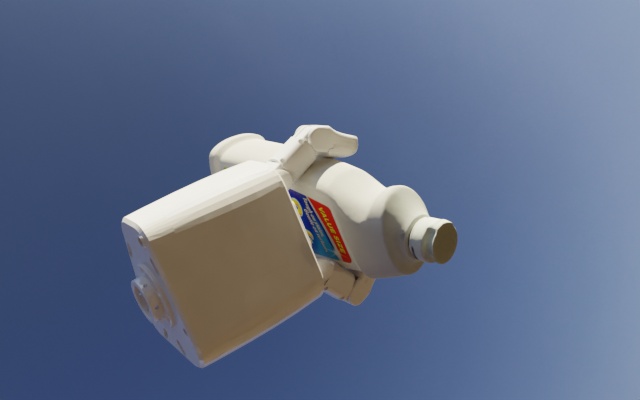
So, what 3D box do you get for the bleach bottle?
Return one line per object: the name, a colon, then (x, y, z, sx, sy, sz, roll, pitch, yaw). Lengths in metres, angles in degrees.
bleach bottle: (0.000, 0.001, 0.407, 0.068, 0.103, 0.251, -28, 26, -34)
